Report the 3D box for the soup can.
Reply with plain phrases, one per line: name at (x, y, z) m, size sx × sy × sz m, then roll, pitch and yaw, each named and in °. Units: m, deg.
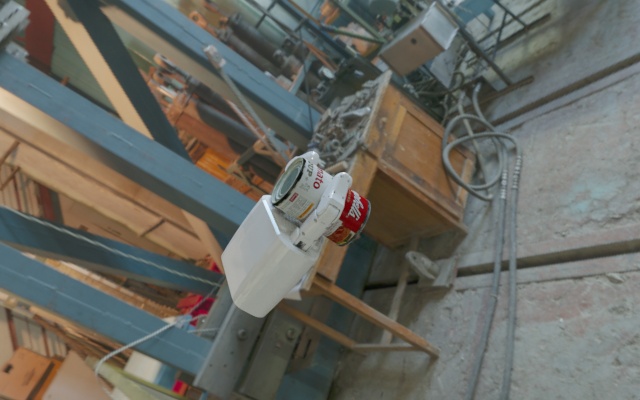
soup can at (0.000, 0.001, 0.576) m, size 0.102 × 0.068 × 0.068 m, roll 33°, pitch -13°, yaw -20°
